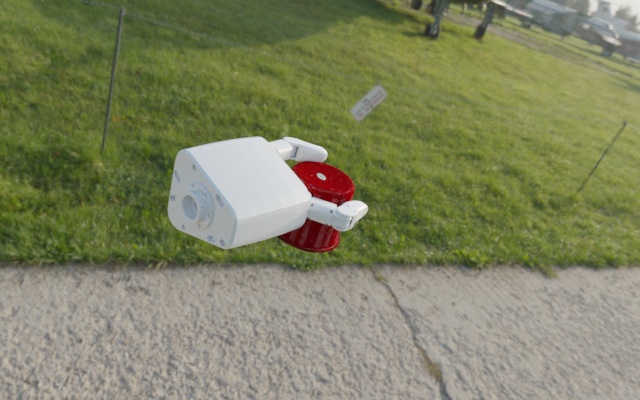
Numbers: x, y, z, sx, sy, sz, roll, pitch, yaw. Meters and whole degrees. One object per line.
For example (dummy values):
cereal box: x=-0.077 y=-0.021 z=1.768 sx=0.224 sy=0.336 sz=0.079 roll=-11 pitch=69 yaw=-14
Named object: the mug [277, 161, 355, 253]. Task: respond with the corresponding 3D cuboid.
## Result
mug: x=0.001 y=0.002 z=0.600 sx=0.093 sy=0.081 sz=0.117 roll=35 pitch=31 yaw=27
